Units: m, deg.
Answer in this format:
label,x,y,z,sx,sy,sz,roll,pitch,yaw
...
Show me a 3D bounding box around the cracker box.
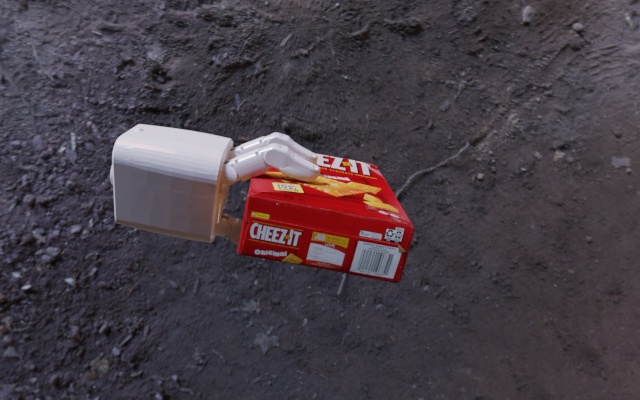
label,x,y,z,sx,sy,sz,roll,pitch,yaw
cracker box,0.000,0.002,0.547,0.164,0.072,0.213,11,19,-7
